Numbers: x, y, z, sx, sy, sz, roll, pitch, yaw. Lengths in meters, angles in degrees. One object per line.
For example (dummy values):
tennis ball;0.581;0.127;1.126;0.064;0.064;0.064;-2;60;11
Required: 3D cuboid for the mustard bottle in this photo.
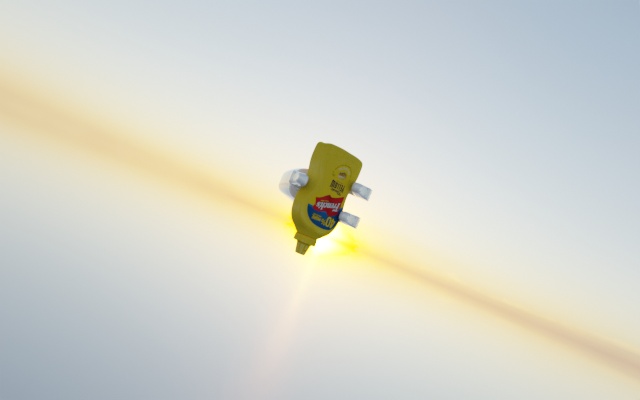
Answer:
mustard bottle;0.000;0.002;0.821;0.096;0.191;0.058;26;-5;-42
